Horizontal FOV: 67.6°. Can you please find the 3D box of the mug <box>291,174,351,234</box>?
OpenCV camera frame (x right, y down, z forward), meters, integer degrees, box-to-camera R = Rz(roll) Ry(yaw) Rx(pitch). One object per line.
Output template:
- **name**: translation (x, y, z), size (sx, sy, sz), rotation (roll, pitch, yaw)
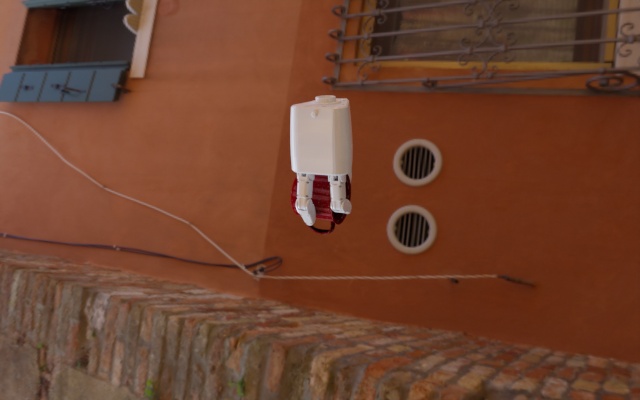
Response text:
- **mug**: translation (0.000, 0.004, 0.844), size (0.081, 0.117, 0.093), rotation (7, 19, 23)
